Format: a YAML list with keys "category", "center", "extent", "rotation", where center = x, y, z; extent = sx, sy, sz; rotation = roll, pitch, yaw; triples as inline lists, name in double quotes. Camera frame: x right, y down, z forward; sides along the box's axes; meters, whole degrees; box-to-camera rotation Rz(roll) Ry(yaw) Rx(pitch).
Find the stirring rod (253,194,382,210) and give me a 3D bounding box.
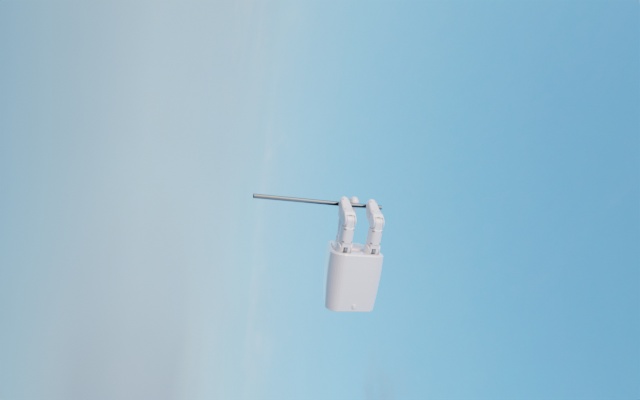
- category: "stirring rod"
  center: [0.000, 0.003, 0.841]
  extent: [0.239, 0.011, 0.011]
  rotation: [5, -2, -21]
